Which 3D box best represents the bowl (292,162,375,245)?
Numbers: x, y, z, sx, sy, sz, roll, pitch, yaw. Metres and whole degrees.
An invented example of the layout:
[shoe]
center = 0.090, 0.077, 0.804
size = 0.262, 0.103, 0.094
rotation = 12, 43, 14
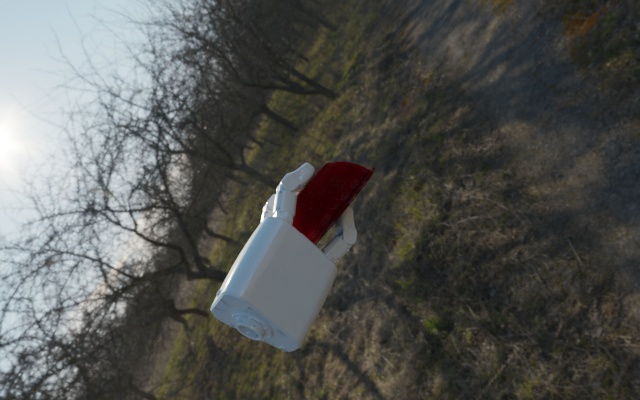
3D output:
[bowl]
center = 0.000, 0.001, 0.632
size = 0.055, 0.162, 0.162
rotation = 40, -1, -1
